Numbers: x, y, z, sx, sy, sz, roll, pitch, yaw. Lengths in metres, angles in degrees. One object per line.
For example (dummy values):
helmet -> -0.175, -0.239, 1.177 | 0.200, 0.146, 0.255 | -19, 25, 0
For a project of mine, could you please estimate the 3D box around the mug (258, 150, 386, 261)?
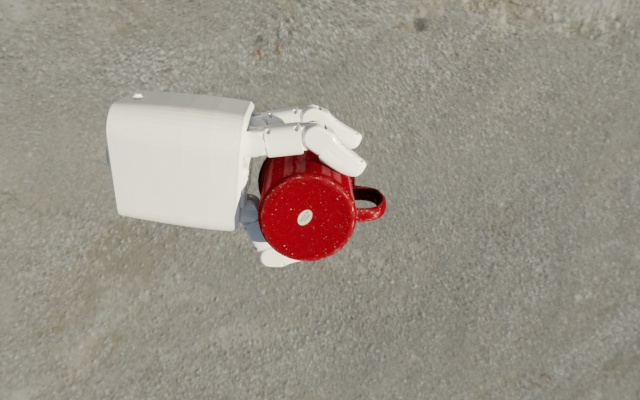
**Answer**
mug -> 0.002, 0.002, 0.422 | 0.117, 0.093, 0.081 | 6, 24, -5
